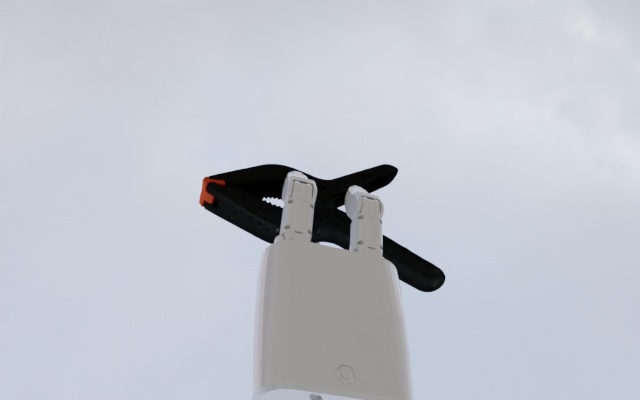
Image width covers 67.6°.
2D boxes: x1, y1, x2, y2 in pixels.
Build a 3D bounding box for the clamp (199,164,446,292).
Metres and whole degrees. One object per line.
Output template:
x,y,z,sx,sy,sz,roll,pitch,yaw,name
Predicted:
-0.001,0.002,0.436,0.210,0.036,0.164,13,35,-11,clamp
